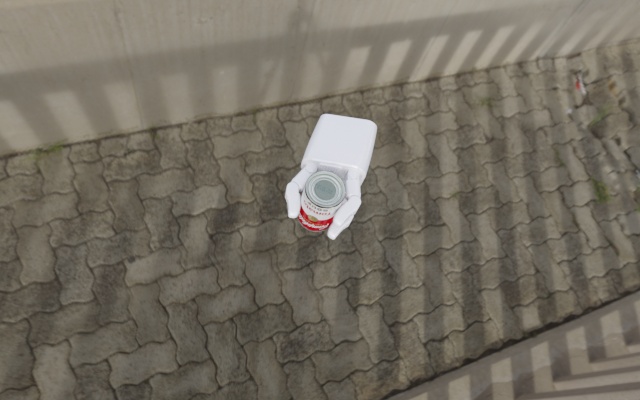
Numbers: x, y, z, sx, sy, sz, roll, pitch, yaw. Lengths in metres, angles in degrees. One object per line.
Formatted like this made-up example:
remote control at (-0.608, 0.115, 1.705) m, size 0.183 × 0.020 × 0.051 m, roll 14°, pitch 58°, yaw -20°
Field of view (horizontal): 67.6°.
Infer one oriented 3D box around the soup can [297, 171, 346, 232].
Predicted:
soup can at (0.000, 0.003, 0.795) m, size 0.068 × 0.068 × 0.102 m, roll 0°, pitch -25°, yaw -11°
